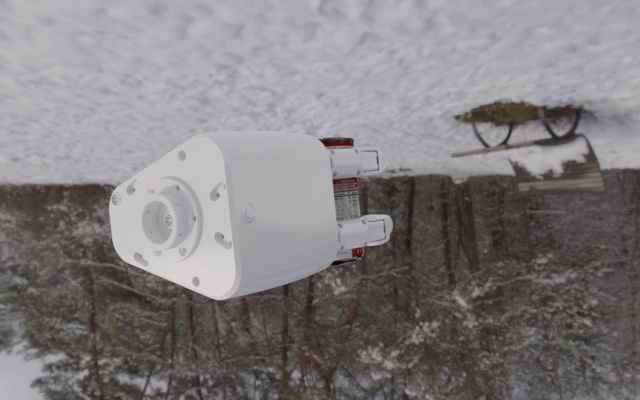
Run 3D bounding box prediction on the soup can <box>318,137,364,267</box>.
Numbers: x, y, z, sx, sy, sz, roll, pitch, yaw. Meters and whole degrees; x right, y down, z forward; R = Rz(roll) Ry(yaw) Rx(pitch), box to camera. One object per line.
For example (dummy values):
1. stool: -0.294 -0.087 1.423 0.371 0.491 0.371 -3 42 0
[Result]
1. soup can: 0.000 0.002 0.408 0.068 0.102 0.068 -6 1 0
